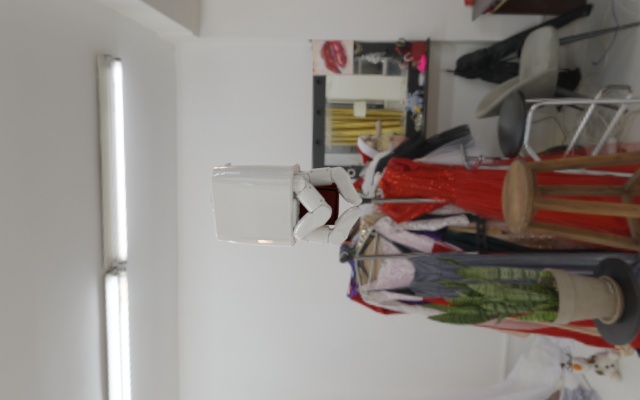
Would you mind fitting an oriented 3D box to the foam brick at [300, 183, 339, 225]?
[{"bbox_3d":[0.000,0.002,0.683,0.051,0.053,0.078,2,8,4],"label":"foam brick"}]
